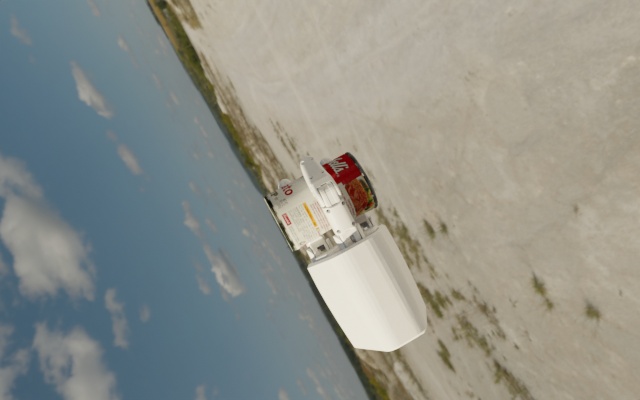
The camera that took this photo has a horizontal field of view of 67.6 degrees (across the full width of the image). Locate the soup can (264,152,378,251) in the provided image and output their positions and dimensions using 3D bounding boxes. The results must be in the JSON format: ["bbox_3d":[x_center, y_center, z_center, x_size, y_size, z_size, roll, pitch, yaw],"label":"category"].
[{"bbox_3d":[0.000,0.001,0.508,0.102,0.068,0.068,-28,3,-6],"label":"soup can"}]
